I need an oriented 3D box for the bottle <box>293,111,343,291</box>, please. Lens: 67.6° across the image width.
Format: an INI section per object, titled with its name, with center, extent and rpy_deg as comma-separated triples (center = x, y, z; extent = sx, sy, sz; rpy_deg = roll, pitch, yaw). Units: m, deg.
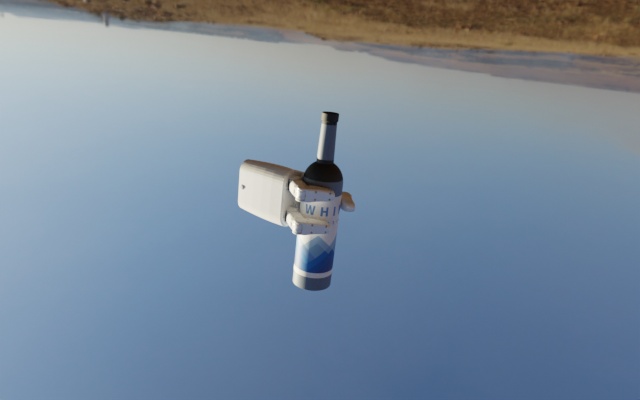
[bottle]
center = 0.000, 0.003, 0.788
extent = 0.069, 0.296, 0.069
rpy_deg = 6, 18, -2
